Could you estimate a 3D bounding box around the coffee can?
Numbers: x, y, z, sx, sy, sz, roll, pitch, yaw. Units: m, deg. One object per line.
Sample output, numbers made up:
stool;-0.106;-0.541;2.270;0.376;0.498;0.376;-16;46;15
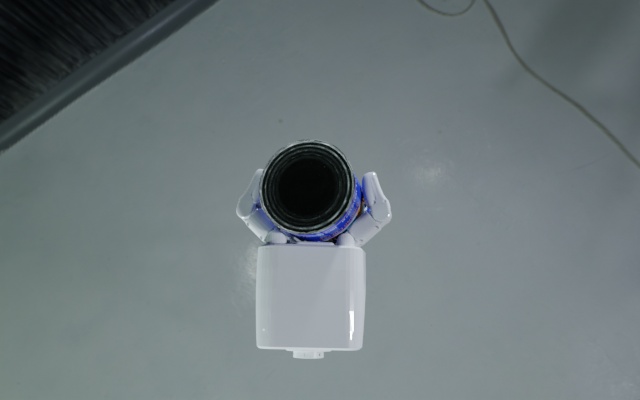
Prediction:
coffee can;0.000;0.002;0.554;0.103;0.102;0.140;0;-14;13
